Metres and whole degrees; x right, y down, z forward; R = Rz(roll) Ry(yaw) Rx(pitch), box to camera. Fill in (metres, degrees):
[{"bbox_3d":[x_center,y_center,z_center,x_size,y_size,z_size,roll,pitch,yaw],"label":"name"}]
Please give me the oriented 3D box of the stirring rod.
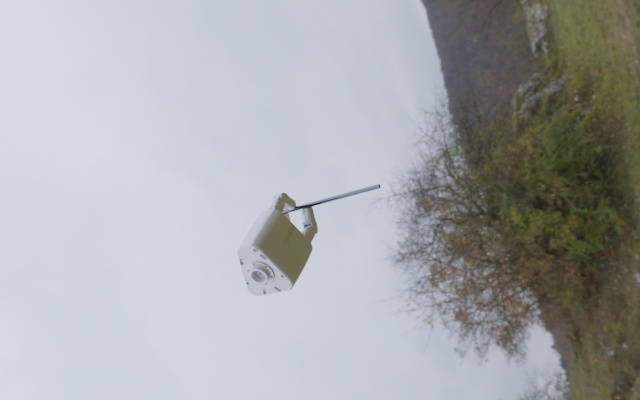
[{"bbox_3d":[0.000,0.003,0.898,0.239,0.011,0.011,-15,-7,26],"label":"stirring rod"}]
